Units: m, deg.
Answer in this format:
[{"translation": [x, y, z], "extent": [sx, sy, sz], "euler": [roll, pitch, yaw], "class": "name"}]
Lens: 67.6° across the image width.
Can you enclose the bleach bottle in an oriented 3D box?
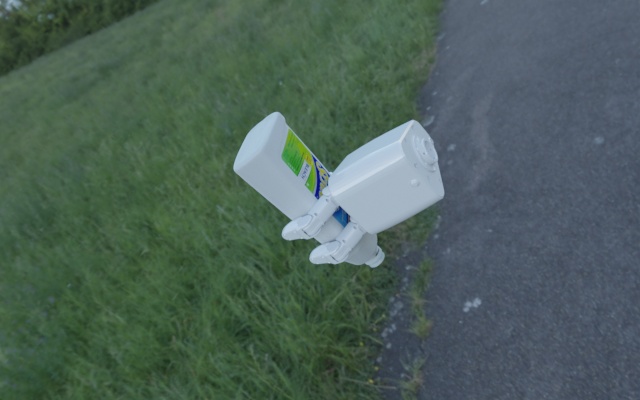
[{"translation": [0.000, 0.002, 0.647], "extent": [0.068, 0.102, 0.251], "euler": [-31, -61, 31], "class": "bleach bottle"}]
